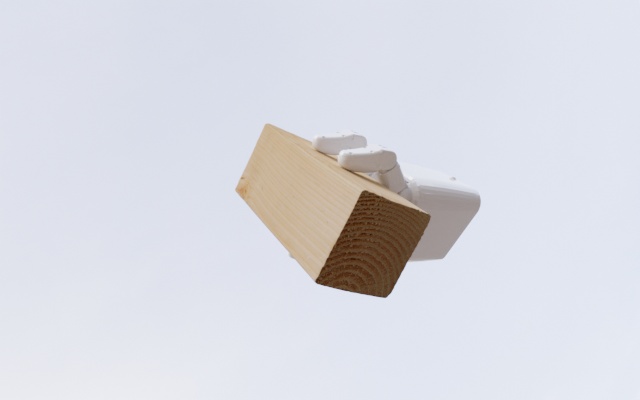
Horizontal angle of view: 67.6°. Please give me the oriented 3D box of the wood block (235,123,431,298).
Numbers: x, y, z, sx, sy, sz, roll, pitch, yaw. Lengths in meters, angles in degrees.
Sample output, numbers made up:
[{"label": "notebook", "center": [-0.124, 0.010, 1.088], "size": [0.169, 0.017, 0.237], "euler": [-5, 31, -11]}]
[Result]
[{"label": "wood block", "center": [0.000, 0.002, 0.491], "size": [0.090, 0.091, 0.206], "euler": [19, 12, -35]}]
